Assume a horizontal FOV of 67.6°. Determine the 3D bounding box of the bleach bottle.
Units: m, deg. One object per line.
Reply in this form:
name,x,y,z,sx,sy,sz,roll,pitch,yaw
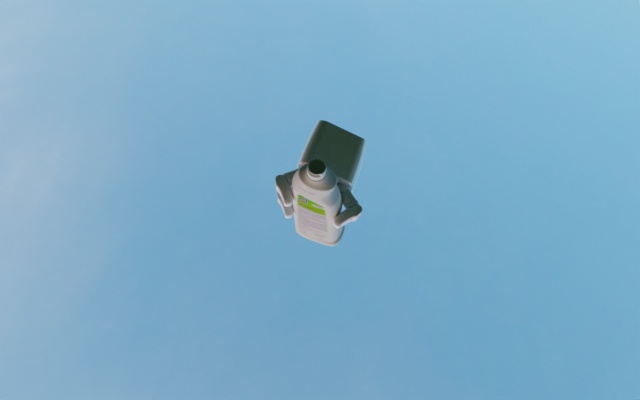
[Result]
bleach bottle,0.000,0.003,0.870,0.102,0.068,0.251,17,-24,7
